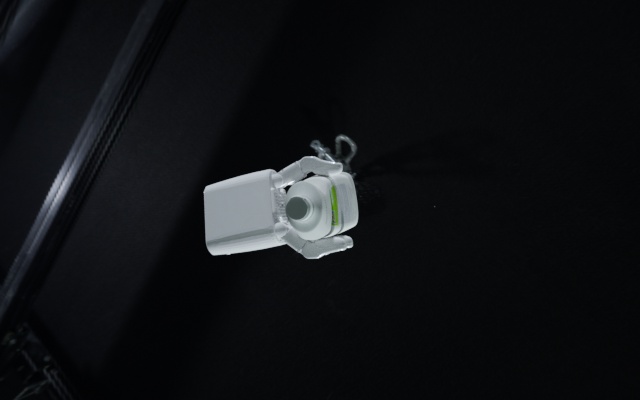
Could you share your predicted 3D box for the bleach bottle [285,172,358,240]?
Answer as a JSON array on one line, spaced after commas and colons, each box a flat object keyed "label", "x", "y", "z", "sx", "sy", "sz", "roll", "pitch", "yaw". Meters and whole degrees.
[{"label": "bleach bottle", "x": 0.000, "y": 0.002, "z": 0.689, "sx": 0.068, "sy": 0.102, "sz": 0.251, "roll": -11, "pitch": -3, "yaw": 13}]
